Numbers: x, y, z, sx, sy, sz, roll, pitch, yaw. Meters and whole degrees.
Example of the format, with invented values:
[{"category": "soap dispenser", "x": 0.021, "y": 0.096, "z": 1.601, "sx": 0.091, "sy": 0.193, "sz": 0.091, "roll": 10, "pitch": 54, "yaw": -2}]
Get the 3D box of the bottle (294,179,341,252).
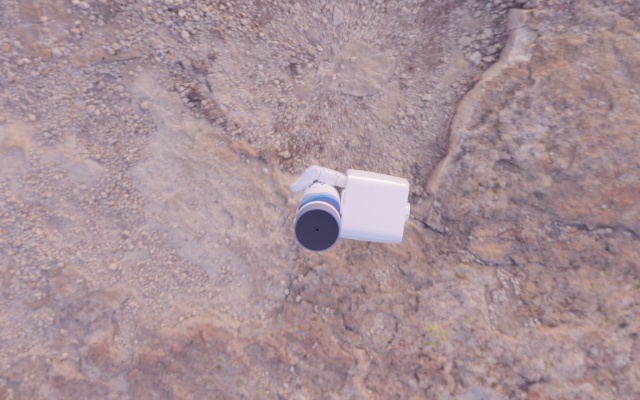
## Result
[{"category": "bottle", "x": 0.000, "y": 0.003, "z": 0.812, "sx": 0.069, "sy": 0.069, "sz": 0.295, "roll": 0, "pitch": 15, "yaw": 2}]
